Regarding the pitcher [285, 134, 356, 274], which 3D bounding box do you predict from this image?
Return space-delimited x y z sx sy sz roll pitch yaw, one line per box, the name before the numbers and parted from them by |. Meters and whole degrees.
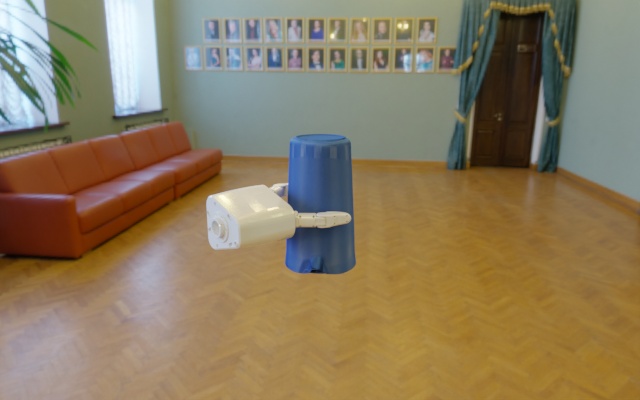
pitcher | 0.000 0.003 0.878 0.145 0.243 0.149 -11 18 -37
